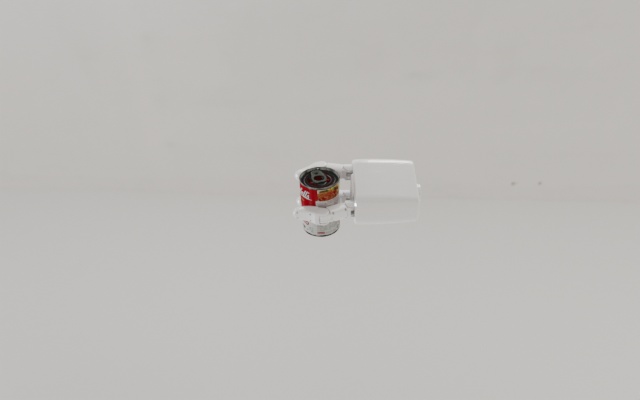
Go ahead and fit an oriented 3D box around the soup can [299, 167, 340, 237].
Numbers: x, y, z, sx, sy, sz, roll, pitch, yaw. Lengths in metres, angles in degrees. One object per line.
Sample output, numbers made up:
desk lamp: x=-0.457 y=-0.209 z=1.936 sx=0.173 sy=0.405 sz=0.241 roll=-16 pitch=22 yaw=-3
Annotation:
soup can: x=0.000 y=0.003 z=0.816 sx=0.068 sy=0.102 sz=0.068 roll=-2 pitch=35 yaw=1
